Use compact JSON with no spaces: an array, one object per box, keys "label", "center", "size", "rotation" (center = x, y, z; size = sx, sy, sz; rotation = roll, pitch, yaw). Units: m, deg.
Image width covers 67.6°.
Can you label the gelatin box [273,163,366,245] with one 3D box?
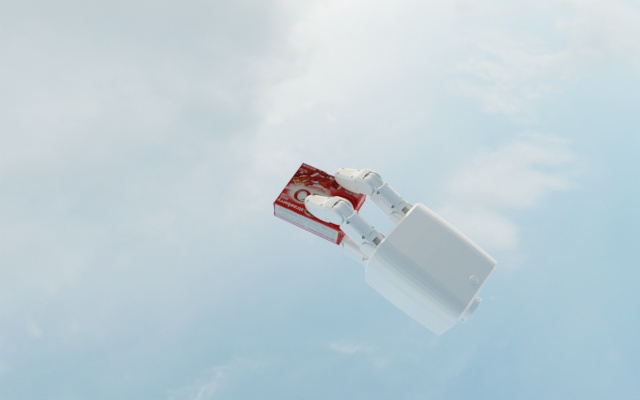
[{"label":"gelatin box","center":[0.000,0.002,0.564],"size":[0.089,0.073,0.030],"rotation":[23,-36,14]}]
